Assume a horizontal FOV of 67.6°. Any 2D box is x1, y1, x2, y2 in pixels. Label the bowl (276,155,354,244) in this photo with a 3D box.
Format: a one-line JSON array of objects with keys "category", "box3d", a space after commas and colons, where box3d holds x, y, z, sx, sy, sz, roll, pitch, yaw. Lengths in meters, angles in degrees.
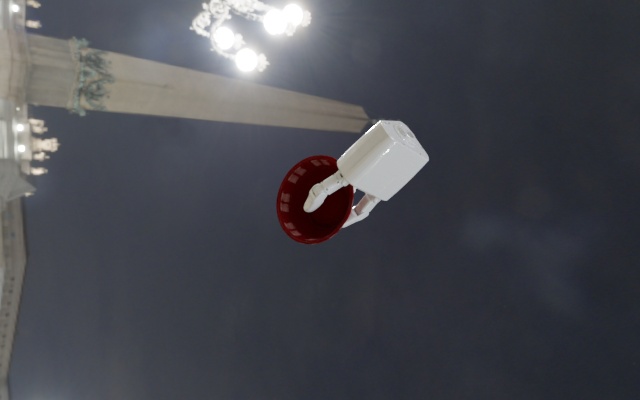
[{"category": "bowl", "box3d": [-0.001, 0.003, 0.862, 0.162, 0.162, 0.055, 0, -13, 32]}]
